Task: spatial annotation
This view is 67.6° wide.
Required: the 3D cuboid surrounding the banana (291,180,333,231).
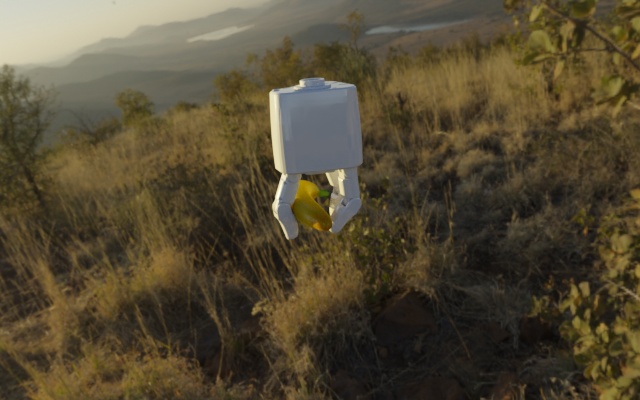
[{"bbox_3d":[-0.018,0.000,0.704,0.069,0.037,0.197,5,16,-1],"label":"banana"}]
